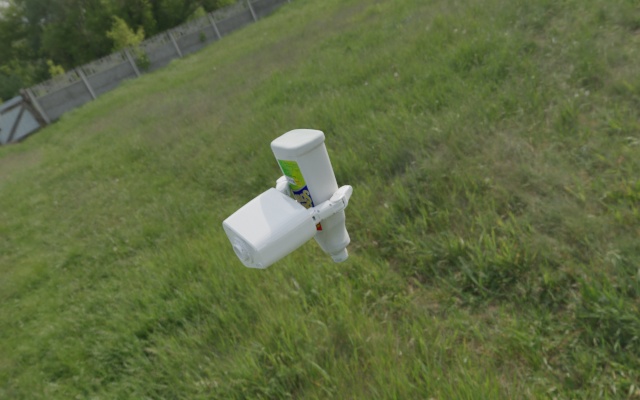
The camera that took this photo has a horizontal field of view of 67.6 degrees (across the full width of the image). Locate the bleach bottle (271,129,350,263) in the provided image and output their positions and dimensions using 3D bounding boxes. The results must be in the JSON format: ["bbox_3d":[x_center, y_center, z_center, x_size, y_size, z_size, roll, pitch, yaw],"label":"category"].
[{"bbox_3d":[0.000,0.003,0.831,0.068,0.251,0.102,-34,27,-25],"label":"bleach bottle"}]
